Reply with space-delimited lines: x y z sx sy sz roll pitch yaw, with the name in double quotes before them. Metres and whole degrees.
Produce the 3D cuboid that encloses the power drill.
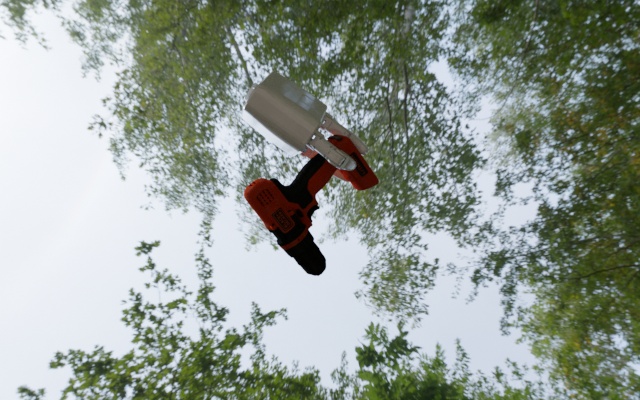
"power drill" 0.000 0.002 0.750 0.187 0.184 0.057 -41 21 -13
